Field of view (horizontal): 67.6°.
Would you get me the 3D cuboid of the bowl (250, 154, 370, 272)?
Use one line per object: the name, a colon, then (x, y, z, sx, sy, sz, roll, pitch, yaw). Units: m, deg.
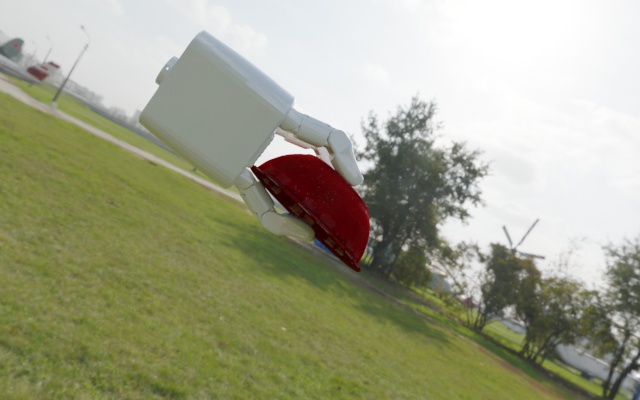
bowl: (0.001, 0.002, 0.508, 0.162, 0.055, 0.162, 44, -8, 7)
